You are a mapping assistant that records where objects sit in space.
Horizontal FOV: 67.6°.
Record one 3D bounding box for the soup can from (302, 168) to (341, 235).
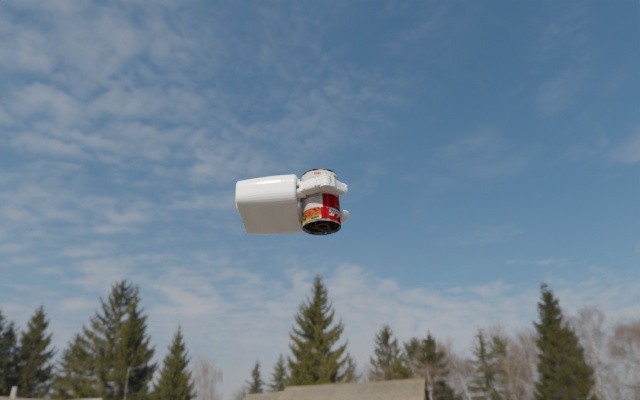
[{"bbox_3d":[0.001,0.002,0.851,0.068,0.102,0.068,-2,-26,-1],"label":"soup can"}]
